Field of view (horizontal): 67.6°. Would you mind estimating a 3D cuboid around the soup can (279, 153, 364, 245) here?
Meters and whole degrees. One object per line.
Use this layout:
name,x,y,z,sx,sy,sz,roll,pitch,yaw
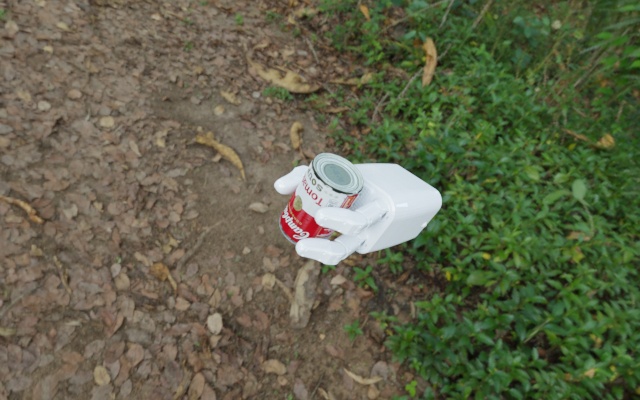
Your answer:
soup can,0.000,0.002,0.576,0.068,0.068,0.102,0,-43,-35
